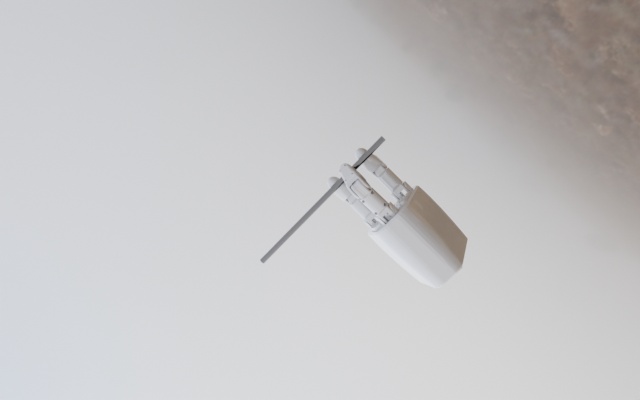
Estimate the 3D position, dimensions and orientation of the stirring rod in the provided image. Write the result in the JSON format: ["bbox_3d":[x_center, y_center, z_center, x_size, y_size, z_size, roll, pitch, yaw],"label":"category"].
[{"bbox_3d":[0.000,0.002,0.649,0.239,0.011,0.011,-45,-12,12],"label":"stirring rod"}]
